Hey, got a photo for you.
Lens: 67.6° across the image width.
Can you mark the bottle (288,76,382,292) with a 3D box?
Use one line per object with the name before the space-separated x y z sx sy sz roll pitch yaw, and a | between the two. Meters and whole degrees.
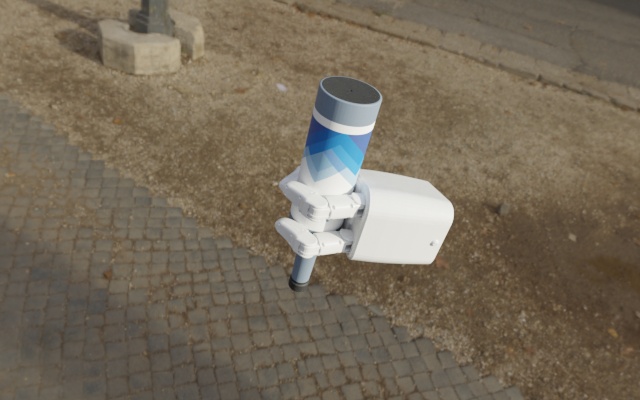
bottle | 0.000 0.002 0.575 0.069 0.296 0.069 10 36 -7
